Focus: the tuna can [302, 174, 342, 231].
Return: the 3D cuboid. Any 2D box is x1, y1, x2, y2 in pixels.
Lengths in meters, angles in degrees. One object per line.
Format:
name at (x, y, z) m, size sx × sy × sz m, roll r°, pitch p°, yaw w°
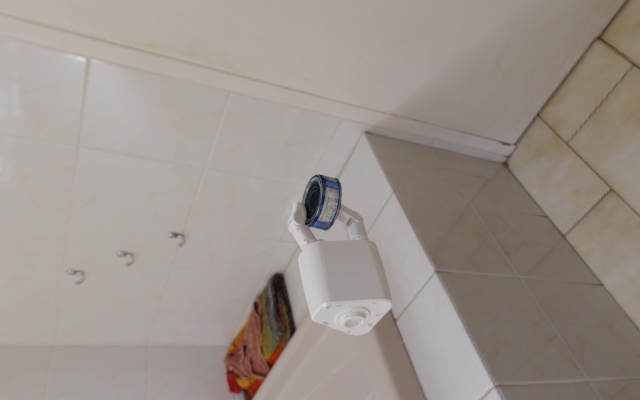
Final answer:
tuna can at (0.000, 0.002, 0.751) m, size 0.034 × 0.086 × 0.086 m, roll 13°, pitch -5°, yaw -21°
